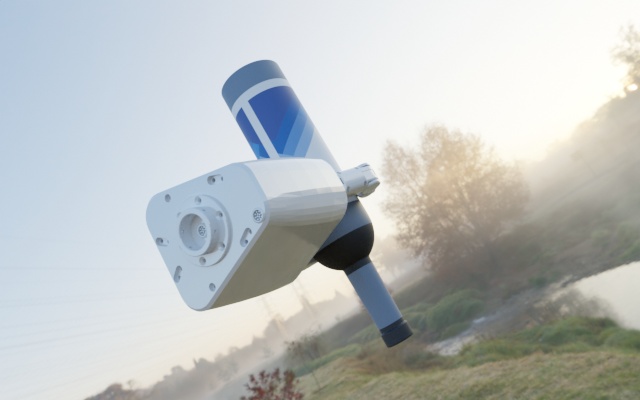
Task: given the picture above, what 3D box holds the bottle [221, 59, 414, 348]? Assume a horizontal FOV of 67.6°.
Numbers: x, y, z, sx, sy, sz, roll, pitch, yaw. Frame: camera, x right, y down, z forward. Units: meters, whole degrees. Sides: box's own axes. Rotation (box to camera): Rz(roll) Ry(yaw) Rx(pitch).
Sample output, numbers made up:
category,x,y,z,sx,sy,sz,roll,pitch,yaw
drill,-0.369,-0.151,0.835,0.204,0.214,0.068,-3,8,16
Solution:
category,x,y,z,sx,sy,sz,roll,pitch,yaw
bottle,0.000,0.001,0.460,0.069,0.295,0.069,-29,-12,-7
